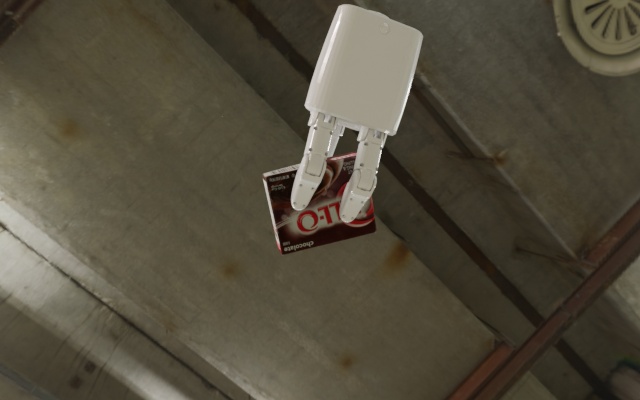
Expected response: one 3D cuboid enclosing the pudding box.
[{"bbox_3d":[0.000,0.002,0.526,0.113,0.090,0.039,-13,15,-8],"label":"pudding box"}]
